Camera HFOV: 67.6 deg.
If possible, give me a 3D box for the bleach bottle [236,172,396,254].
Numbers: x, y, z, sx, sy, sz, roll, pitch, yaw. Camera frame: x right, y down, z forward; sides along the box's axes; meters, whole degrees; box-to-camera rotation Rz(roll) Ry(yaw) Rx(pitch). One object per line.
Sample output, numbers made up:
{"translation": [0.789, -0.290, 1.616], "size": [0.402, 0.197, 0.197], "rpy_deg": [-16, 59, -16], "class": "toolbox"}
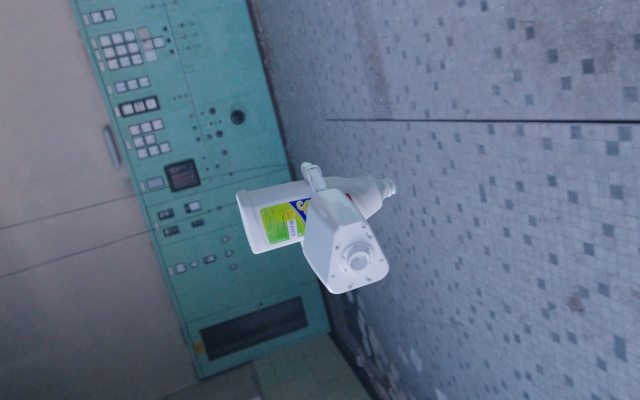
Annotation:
{"translation": [0.000, 0.003, 0.765], "size": [0.251, 0.103, 0.068], "rpy_deg": [-16, 26, -12], "class": "bleach bottle"}
